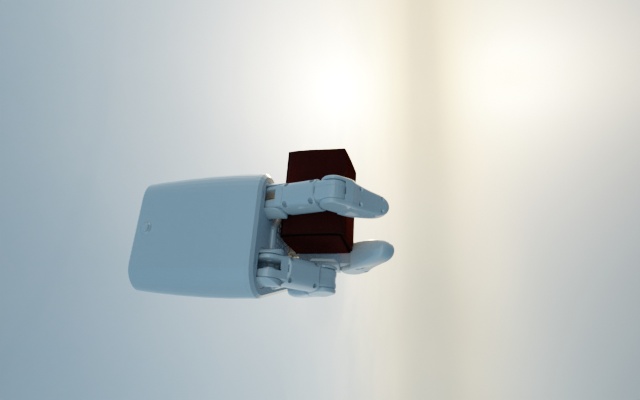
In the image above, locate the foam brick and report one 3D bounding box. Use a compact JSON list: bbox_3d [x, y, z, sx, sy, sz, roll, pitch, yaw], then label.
[{"bbox_3d":[0.000,0.001,0.406,0.051,0.078,0.053,-2,-23,14],"label":"foam brick"}]
